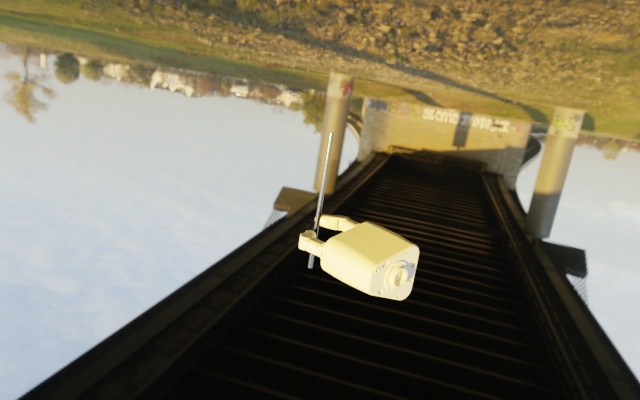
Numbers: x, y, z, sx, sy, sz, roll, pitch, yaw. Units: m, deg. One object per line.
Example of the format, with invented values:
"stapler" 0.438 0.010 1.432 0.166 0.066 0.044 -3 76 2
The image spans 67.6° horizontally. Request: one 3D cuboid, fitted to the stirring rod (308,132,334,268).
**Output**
"stirring rod" 0.000 0.003 0.816 0.011 0.239 0.011 8 14 -2
